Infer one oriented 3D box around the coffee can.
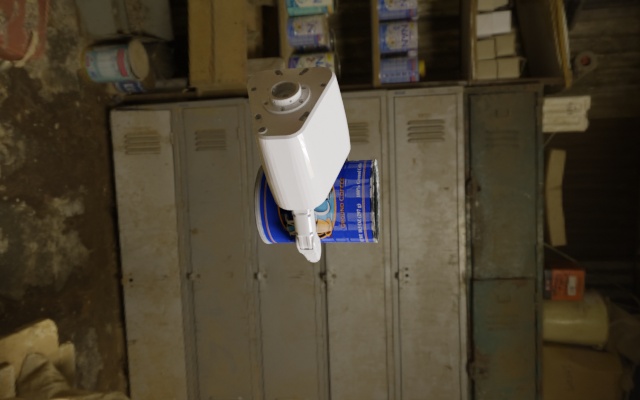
[{"bbox_3d":[0.000,0.002,0.594,0.140,0.103,0.103,-1,0,11],"label":"coffee can"}]
